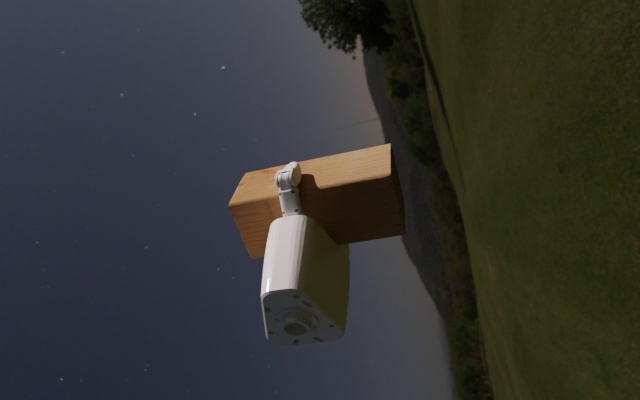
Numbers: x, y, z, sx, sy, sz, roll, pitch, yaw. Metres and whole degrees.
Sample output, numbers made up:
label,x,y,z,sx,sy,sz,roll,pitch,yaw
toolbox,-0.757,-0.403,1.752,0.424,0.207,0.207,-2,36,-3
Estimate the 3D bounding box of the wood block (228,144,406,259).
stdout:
label,x,y,z,sx,sy,sz,roll,pitch,yaw
wood block,0.000,0.002,0.624,0.206,0.091,0.090,-10,29,14
